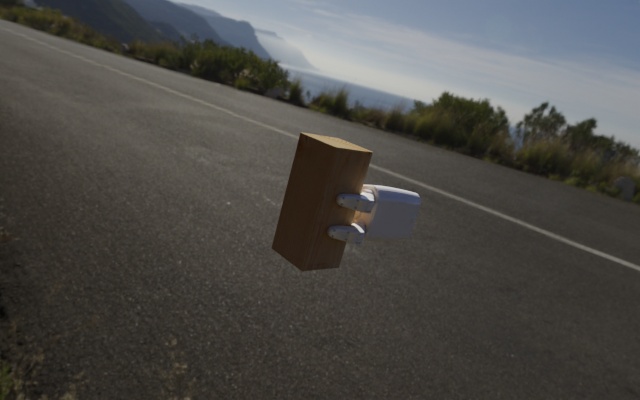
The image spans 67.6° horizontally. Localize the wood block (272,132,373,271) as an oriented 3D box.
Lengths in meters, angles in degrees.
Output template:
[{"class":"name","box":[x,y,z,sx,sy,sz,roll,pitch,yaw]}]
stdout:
[{"class":"wood block","box":[0.000,0.002,0.792,0.090,0.206,0.090,2,20,-43]}]
